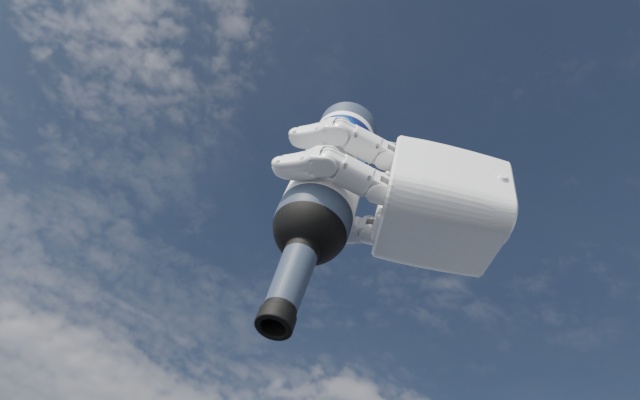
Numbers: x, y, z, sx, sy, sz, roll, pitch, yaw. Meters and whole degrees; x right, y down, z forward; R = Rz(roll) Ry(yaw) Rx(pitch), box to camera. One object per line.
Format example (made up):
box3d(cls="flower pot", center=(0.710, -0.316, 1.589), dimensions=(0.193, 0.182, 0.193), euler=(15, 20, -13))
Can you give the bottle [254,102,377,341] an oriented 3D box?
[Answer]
box3d(cls="bottle", center=(0.000, 0.001, 0.438), dimensions=(0.069, 0.069, 0.295), euler=(0, 35, 16))
